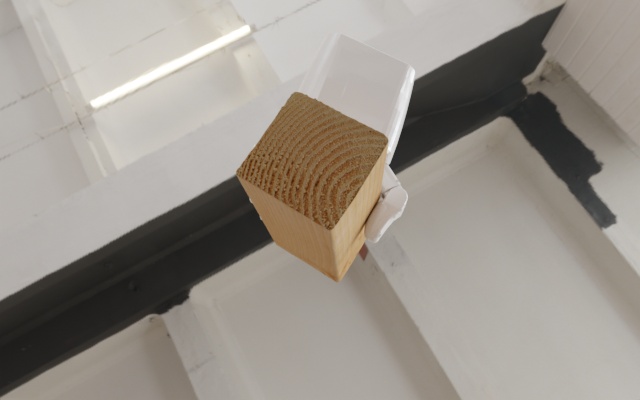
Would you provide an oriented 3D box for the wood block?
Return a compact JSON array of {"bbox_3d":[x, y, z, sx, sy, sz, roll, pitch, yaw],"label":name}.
[{"bbox_3d":[0.001,0.001,0.461,0.091,0.090,0.206,29,-15,14],"label":"wood block"}]
